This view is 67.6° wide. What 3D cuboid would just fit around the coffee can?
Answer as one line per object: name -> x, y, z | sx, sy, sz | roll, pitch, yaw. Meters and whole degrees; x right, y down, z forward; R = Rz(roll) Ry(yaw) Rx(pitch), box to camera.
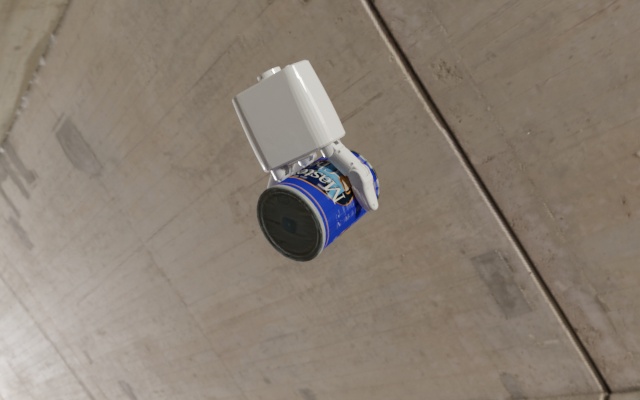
coffee can -> 0.000, 0.002, 0.630 | 0.103, 0.103, 0.140 | 0, 24, 38
